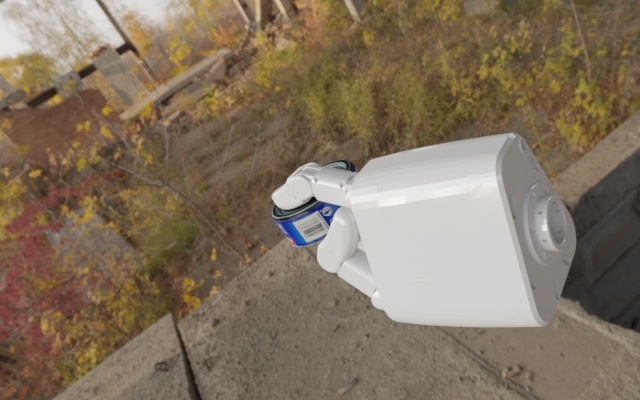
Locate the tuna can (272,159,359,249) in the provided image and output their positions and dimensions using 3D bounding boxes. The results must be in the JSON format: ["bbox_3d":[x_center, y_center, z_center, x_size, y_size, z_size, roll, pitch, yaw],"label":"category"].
[{"bbox_3d":[0.000,0.001,0.420,0.086,0.034,0.086,-31,20,12],"label":"tuna can"}]
